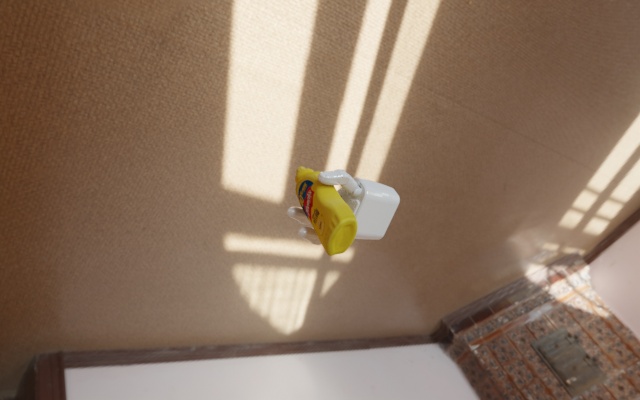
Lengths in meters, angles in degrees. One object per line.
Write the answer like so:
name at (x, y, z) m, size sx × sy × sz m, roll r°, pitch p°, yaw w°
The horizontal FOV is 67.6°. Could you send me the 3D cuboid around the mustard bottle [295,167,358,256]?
mustard bottle at (0.000, 0.003, 0.887) m, size 0.058 × 0.096 × 0.191 m, roll -10°, pitch 47°, yaw -25°
